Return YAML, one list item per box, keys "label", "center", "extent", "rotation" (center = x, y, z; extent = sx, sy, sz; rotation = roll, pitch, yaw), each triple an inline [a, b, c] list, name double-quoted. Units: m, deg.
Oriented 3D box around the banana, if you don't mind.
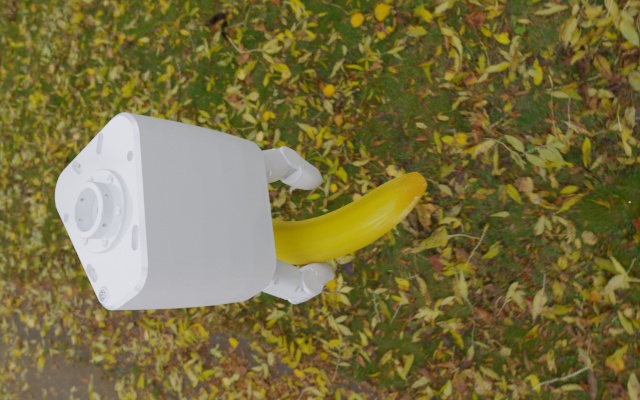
- label: "banana"
  center: [-0.003, 0.020, 0.411]
  extent: [0.198, 0.069, 0.037]
  rotation: [-7, -14, 35]
